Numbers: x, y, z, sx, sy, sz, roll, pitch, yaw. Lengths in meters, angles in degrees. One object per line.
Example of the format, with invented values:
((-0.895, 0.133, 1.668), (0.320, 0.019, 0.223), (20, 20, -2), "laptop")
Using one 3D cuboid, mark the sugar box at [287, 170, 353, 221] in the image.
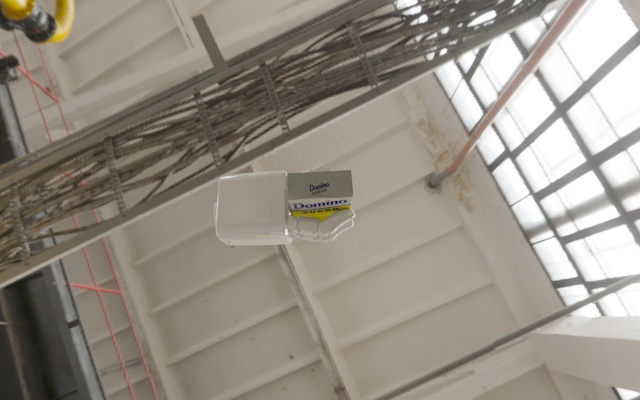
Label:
((0.000, 0.003, 0.742), (0.093, 0.048, 0.176), (-3, -14, 1), "sugar box")
